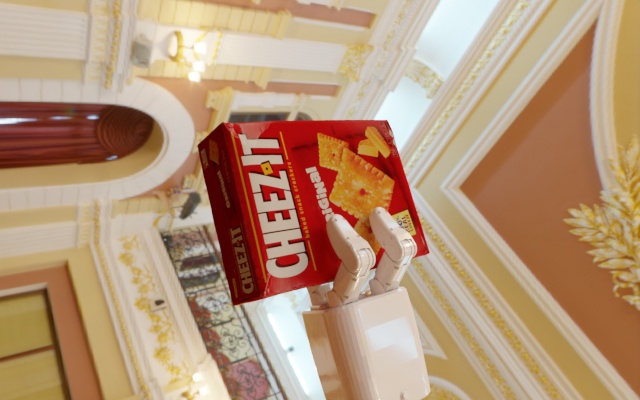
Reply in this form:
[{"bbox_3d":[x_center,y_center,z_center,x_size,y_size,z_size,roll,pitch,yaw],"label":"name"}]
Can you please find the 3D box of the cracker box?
[{"bbox_3d":[0.000,0.002,0.496,0.213,0.164,0.072,-8,-12,-37],"label":"cracker box"}]
